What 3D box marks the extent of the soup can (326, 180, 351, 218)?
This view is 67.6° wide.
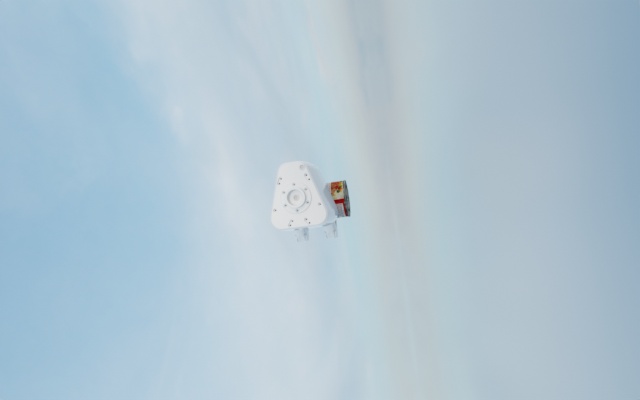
[{"bbox_3d":[0.000,0.003,0.877,0.102,0.068,0.068,-8,-1,8],"label":"soup can"}]
